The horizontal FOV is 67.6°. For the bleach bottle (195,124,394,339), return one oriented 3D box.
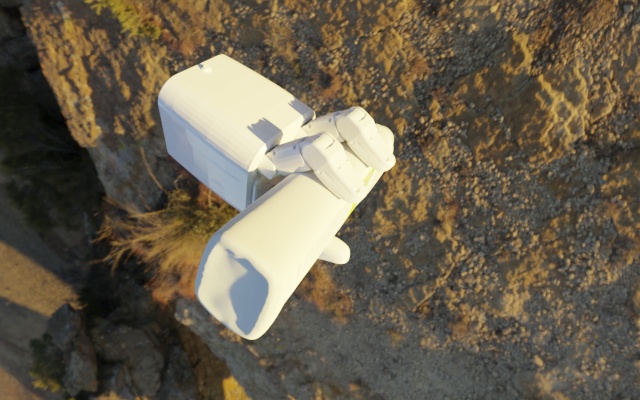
[{"bbox_3d":[0.000,0.001,0.426,0.068,0.103,0.250,36,44,9],"label":"bleach bottle"}]
